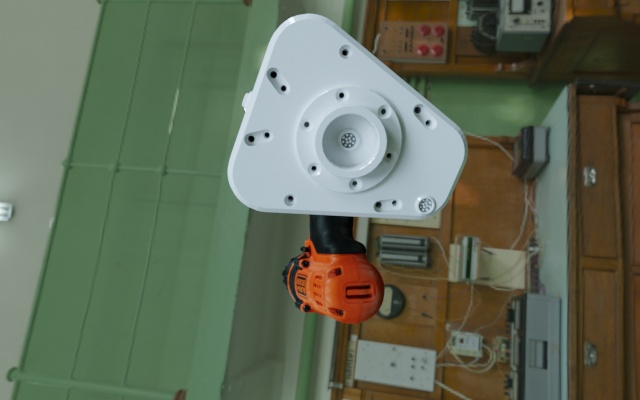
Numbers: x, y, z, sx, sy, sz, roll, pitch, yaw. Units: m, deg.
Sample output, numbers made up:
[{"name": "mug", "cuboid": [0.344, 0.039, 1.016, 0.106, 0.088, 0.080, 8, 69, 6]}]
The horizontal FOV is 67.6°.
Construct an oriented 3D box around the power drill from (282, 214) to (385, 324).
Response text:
[{"name": "power drill", "cuboid": [0.000, 0.001, 0.405, 0.057, 0.187, 0.184, -2, -4, -17]}]
